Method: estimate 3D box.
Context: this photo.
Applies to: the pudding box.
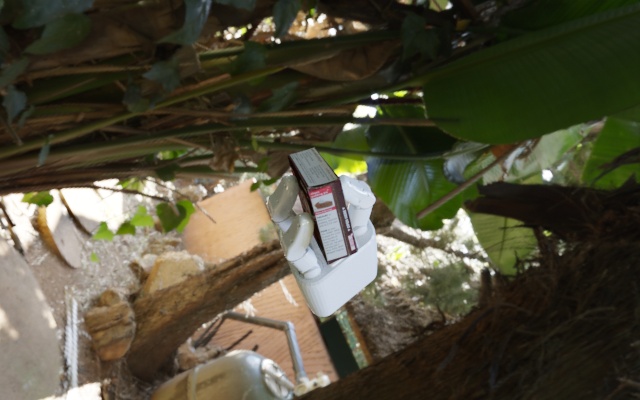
[{"bbox_3d":[0.000,0.002,0.516,0.039,0.090,0.113,-20,25,-8],"label":"pudding box"}]
